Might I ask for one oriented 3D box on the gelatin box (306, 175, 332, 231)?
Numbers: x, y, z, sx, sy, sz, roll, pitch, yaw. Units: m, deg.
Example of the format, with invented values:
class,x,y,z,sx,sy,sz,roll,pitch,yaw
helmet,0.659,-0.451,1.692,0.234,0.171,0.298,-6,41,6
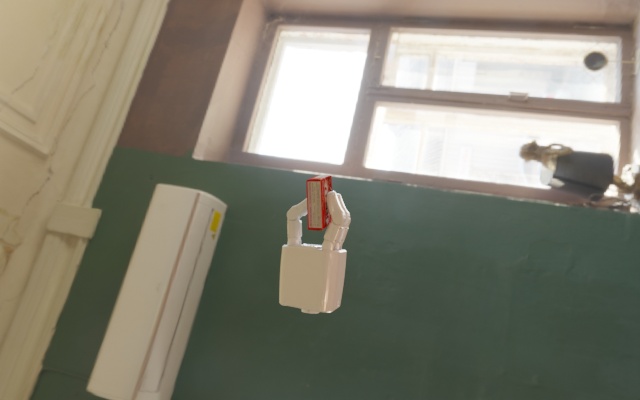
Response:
class,x,y,z,sx,sy,sz,roll,pitch,yaw
gelatin box,0.000,0.002,0.840,0.030,0.089,0.073,0,9,16
